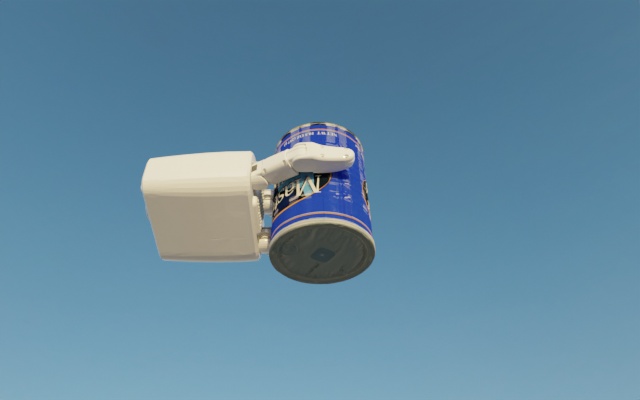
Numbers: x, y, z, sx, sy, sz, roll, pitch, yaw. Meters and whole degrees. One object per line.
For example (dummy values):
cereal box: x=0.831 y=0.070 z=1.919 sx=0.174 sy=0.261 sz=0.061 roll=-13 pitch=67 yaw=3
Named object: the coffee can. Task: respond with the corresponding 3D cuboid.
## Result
coffee can: x=0.000 y=0.002 z=0.504 sx=0.103 sy=0.140 sz=0.103 roll=-1 pitch=-41 yaw=-1
